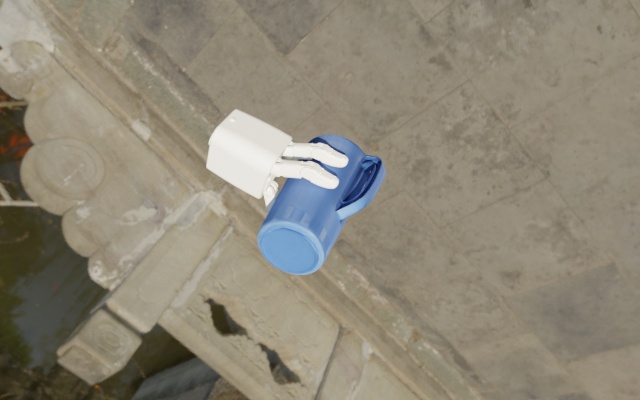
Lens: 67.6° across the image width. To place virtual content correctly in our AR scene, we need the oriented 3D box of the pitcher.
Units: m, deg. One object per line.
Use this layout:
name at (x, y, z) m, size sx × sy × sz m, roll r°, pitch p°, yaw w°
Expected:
pitcher at (0.000, 0.003, 0.786) m, size 0.145 × 0.149 × 0.242 m, roll 29°, pitch 42°, yaw -2°
